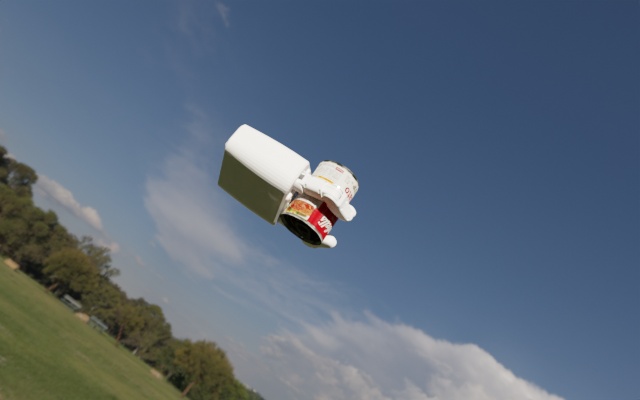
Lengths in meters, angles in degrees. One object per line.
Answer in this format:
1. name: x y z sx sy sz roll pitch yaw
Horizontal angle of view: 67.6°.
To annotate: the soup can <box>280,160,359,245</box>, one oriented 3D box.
1. soup can: 0.001 0.002 0.665 0.068 0.102 0.068 29 -24 15
